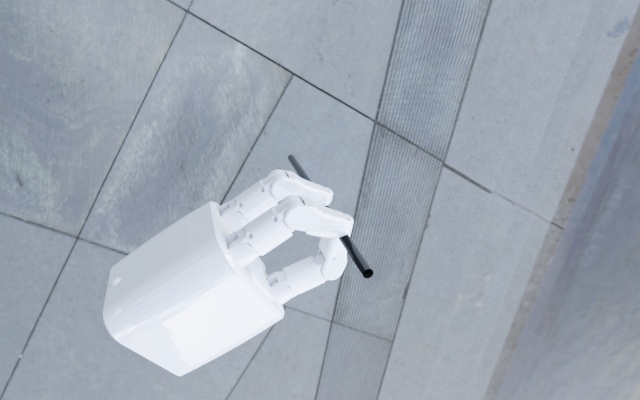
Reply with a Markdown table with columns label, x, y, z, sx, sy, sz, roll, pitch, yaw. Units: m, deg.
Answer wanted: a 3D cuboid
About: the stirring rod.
| label | x | y | z | sx | sy | sz | roll | pitch | yaw |
| --- | --- | --- | --- | --- | --- | --- | --- | --- | --- |
| stirring rod | 0.000 | 0.001 | 0.440 | 0.011 | 0.011 | 0.239 | 0 | 25 | -18 |
